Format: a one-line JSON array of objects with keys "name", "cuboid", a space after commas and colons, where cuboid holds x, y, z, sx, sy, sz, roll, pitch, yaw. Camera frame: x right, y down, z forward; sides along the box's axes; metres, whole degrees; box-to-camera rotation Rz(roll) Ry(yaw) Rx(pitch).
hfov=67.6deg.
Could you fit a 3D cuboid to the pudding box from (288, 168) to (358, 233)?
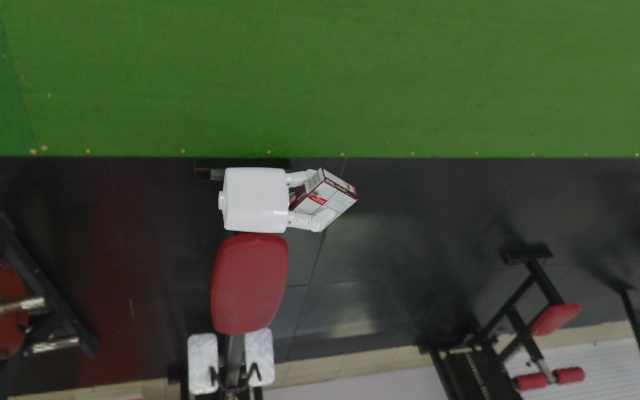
[{"name": "pudding box", "cuboid": [0.000, 0.003, 0.895, 0.090, 0.039, 0.113, 28, -55, -33]}]
